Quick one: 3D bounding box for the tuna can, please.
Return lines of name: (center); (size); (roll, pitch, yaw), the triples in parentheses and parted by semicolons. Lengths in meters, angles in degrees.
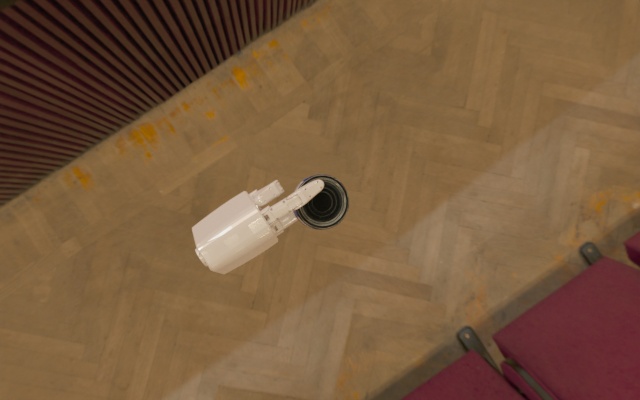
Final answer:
tuna can: (0.000, 0.002, 0.736); (0.086, 0.086, 0.034); (0, -1, -11)
